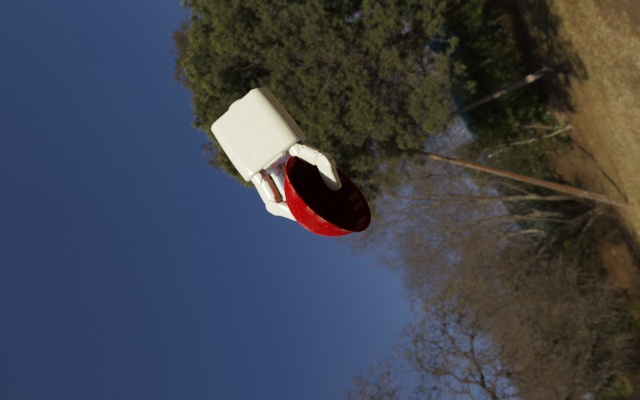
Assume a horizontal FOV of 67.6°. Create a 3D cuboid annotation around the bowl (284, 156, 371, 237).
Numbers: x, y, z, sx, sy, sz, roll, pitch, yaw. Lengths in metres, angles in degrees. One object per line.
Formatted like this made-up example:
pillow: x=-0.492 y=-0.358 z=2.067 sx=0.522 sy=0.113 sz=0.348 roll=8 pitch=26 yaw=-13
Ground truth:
bowl: x=0.001 y=0.004 z=0.747 sx=0.162 sy=0.162 sz=0.055 roll=0 pitch=-42 yaw=-49
